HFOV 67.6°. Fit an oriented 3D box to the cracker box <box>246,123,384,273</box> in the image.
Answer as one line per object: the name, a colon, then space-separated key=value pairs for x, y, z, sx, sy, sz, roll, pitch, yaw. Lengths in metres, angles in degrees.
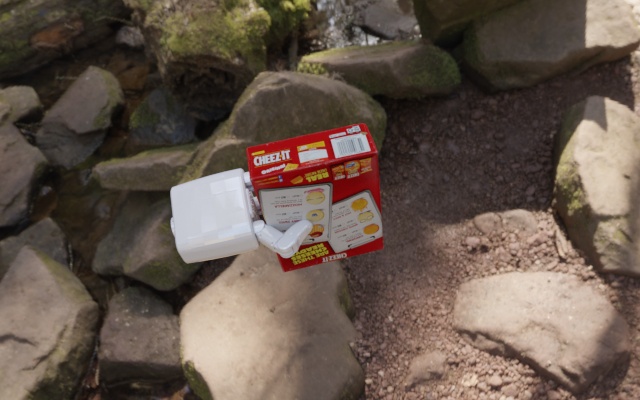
cracker box: x=0.000 y=0.002 z=0.684 sx=0.164 sy=0.072 sz=0.214 roll=-13 pitch=-41 yaw=-1
